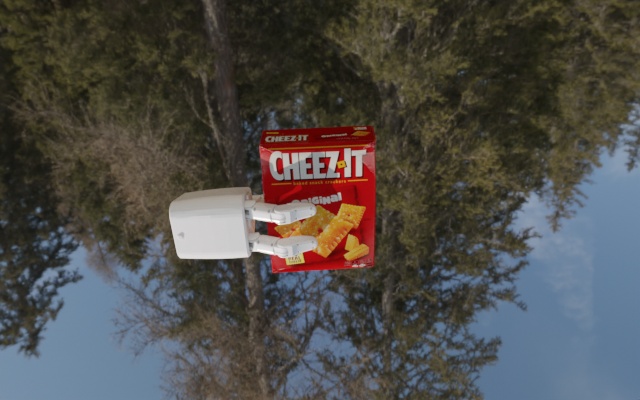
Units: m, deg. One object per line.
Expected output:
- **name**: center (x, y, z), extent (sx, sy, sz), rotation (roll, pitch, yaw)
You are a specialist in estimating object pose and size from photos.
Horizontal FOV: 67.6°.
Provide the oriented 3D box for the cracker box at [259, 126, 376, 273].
- **cracker box**: center (0.000, 0.002, 0.720), extent (0.164, 0.214, 0.072), rotation (-3, 27, 0)
